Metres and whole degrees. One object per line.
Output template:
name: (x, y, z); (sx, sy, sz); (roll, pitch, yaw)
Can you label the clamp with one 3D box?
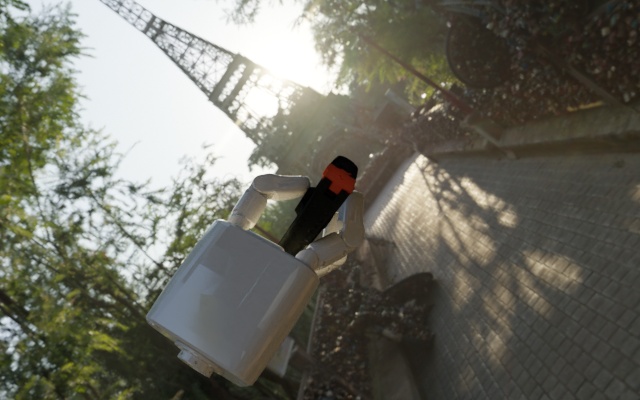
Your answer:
clamp: (-0.001, 0.001, 0.487); (0.036, 0.164, 0.210); (33, -26, -2)
